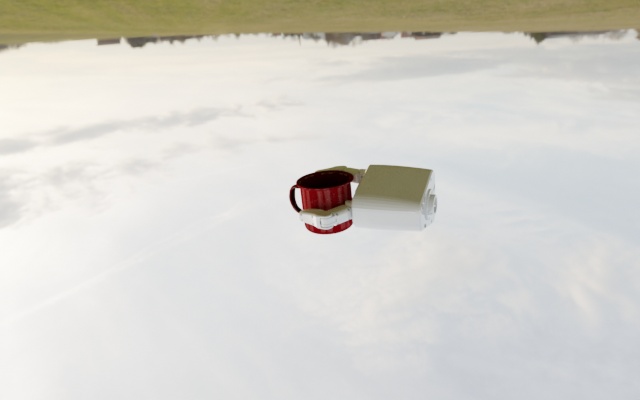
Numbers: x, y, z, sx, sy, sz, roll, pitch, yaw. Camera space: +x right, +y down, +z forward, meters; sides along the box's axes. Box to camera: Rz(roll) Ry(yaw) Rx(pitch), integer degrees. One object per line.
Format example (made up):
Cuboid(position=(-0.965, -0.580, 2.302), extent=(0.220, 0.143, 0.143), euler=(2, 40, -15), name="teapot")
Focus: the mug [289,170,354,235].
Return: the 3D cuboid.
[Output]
Cuboid(position=(-0.001, 0.003, 0.779), extent=(0.117, 0.081, 0.093), euler=(5, 23, 26), name="mug")
